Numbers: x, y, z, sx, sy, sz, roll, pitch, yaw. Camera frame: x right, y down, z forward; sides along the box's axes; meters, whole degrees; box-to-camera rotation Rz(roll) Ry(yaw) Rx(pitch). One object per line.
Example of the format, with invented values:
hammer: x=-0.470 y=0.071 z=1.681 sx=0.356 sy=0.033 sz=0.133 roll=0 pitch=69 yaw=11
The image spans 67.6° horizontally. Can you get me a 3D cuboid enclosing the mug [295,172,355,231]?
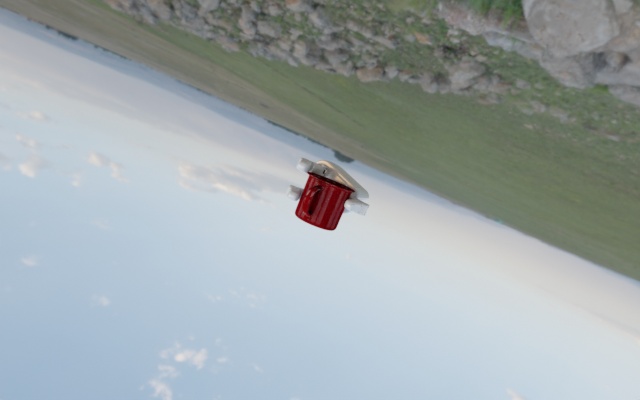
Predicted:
mug: x=0.000 y=0.003 z=0.847 sx=0.093 sy=0.081 sz=0.117 roll=25 pitch=8 yaw=19
